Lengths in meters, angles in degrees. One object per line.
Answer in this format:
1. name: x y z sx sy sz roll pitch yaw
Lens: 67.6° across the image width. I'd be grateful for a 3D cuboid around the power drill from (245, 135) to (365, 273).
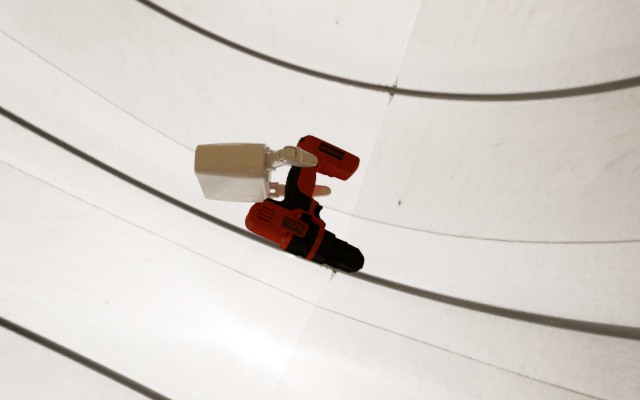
1. power drill: 0.000 0.002 0.724 0.184 0.187 0.057 25 -33 -7
